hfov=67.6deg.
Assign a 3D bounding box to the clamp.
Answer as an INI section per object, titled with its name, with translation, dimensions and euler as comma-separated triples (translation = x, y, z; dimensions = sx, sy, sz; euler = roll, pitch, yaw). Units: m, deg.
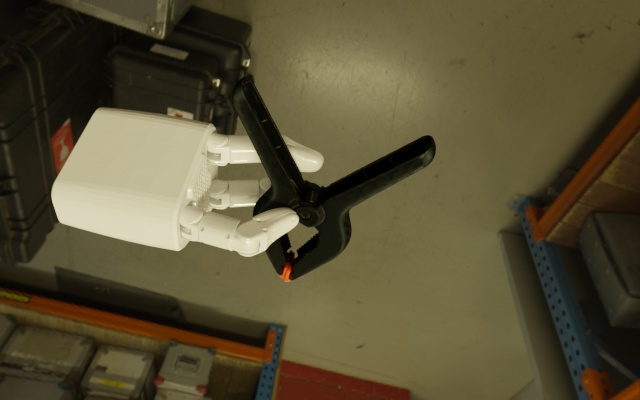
[clamp]
translation = 0.000, 0.002, 0.428
dimensions = 0.164, 0.210, 0.036
euler = 13, 41, 4
